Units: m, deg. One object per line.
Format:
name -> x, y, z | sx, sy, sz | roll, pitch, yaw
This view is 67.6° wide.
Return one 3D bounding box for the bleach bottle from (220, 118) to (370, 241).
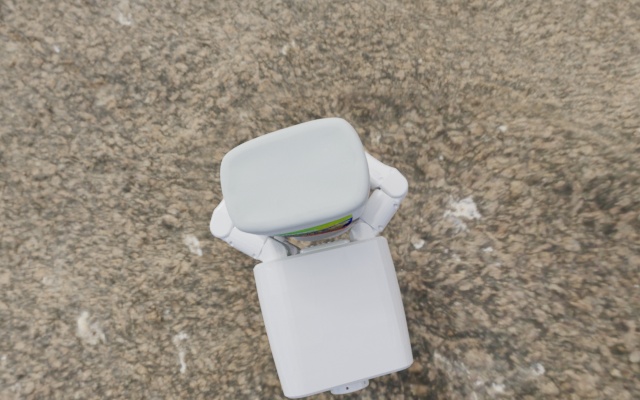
bleach bottle -> 0.000, 0.001, 0.430 | 0.102, 0.068, 0.251 | -14, -10, 7
